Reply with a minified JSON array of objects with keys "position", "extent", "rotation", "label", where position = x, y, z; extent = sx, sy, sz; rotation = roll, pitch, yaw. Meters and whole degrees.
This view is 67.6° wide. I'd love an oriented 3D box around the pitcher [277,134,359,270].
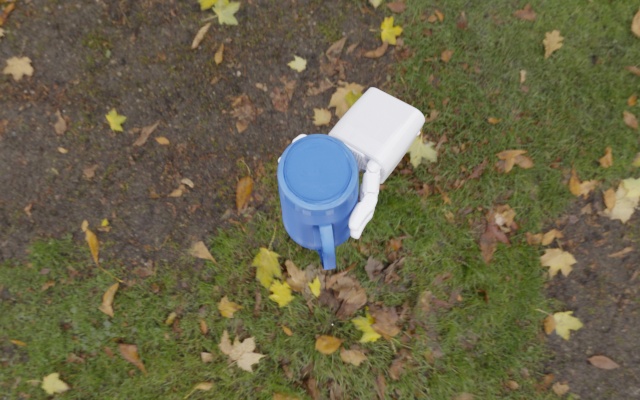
[{"position":[0.000,0.002,0.733],"extent":[0.149,0.145,0.243],"rotation":[36,-12,10],"label":"pitcher"}]
